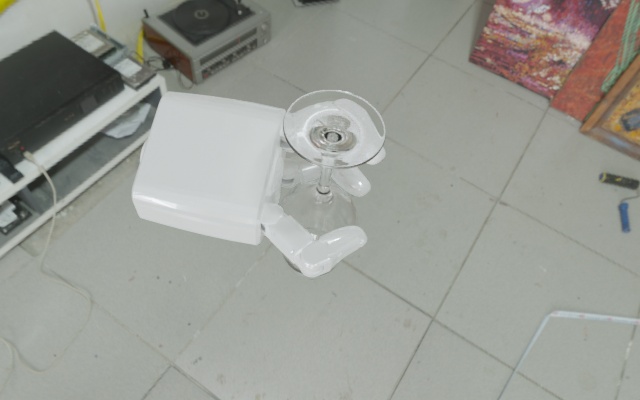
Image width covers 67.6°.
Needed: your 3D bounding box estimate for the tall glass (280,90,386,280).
[{"bbox_3d":[0.000,0.001,0.422,0.079,0.079,0.201,0,-33,-6],"label":"tall glass"}]
